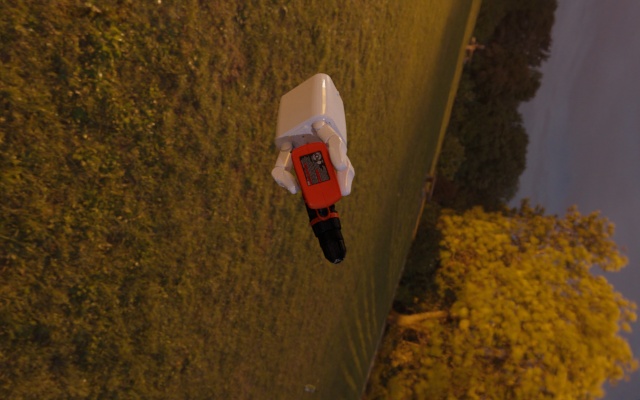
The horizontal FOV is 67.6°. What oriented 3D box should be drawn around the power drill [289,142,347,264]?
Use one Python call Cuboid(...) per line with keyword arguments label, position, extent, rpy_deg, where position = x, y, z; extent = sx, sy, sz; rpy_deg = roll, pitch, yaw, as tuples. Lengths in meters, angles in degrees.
Cuboid(label="power drill", position=(0.000, 0.002, 0.779), extent=(0.057, 0.184, 0.188), rpy_deg=(-18, -18, -6))
